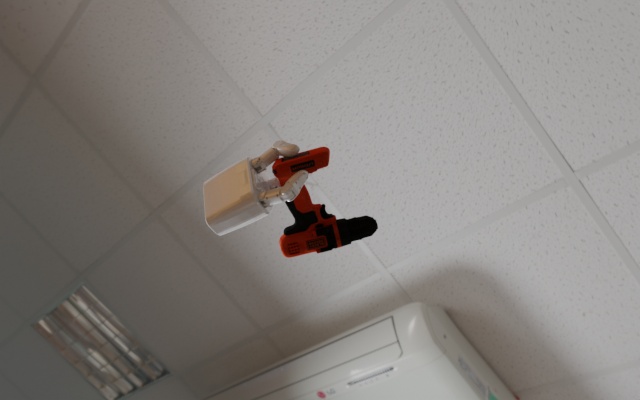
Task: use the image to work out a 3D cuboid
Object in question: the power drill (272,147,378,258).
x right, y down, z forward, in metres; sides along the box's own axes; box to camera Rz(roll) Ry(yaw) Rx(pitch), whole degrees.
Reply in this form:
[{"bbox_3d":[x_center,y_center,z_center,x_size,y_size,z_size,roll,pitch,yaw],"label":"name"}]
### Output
[{"bbox_3d":[0.000,0.002,0.861,0.184,0.188,0.057,-15,16,-3],"label":"power drill"}]
